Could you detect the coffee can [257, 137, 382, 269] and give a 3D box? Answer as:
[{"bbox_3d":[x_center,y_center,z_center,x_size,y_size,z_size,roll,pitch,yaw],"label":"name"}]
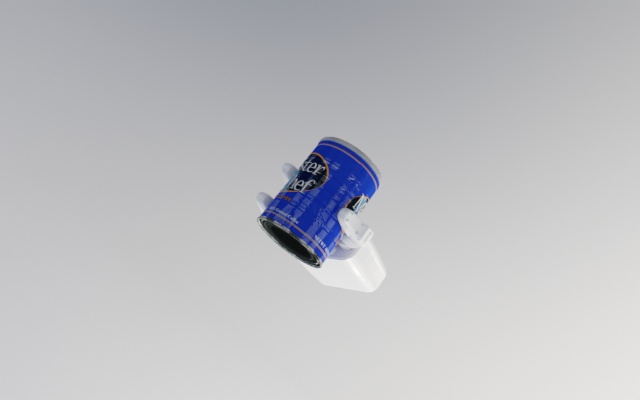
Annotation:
[{"bbox_3d":[0.000,0.002,0.623,0.103,0.140,0.103,34,-18,13],"label":"coffee can"}]
